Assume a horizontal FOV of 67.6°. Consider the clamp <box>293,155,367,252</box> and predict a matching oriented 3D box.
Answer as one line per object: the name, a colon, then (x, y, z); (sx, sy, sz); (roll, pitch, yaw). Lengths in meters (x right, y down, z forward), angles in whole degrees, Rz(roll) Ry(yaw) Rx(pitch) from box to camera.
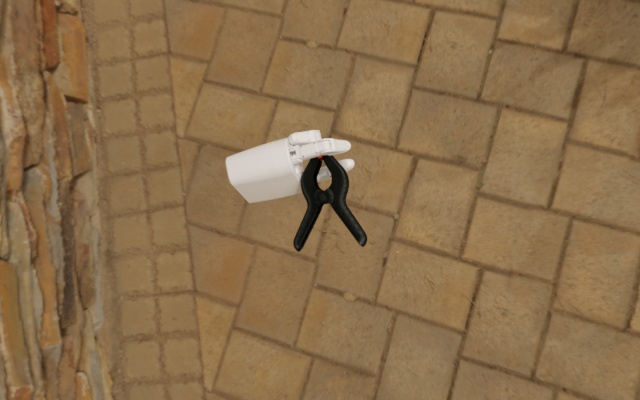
clamp: (0.000, 0.002, 0.770); (0.120, 0.171, 0.039); (-14, -8, 8)
